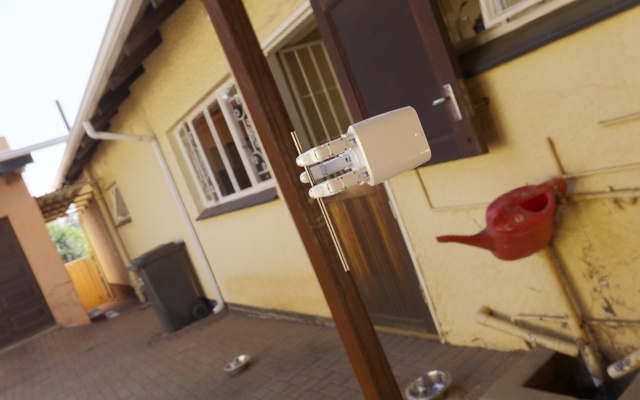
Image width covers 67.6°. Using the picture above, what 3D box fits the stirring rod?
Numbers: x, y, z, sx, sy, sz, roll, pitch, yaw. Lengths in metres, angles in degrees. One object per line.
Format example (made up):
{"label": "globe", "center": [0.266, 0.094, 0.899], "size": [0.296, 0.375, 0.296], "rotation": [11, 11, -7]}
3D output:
{"label": "stirring rod", "center": [0.000, 0.003, 0.771], "size": [0.011, 0.239, 0.011], "rotation": [-21, 5, 2]}
